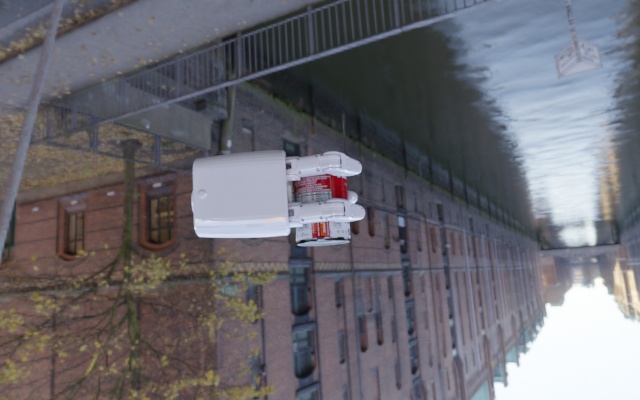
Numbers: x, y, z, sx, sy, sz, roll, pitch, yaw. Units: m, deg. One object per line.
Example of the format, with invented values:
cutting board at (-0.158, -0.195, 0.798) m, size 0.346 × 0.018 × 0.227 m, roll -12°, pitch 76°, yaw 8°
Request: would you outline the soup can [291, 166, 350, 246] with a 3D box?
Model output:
soup can at (0.001, 0.002, 0.583) m, size 0.068 × 0.102 × 0.068 m, roll -4°, pitch -10°, yaw -1°
